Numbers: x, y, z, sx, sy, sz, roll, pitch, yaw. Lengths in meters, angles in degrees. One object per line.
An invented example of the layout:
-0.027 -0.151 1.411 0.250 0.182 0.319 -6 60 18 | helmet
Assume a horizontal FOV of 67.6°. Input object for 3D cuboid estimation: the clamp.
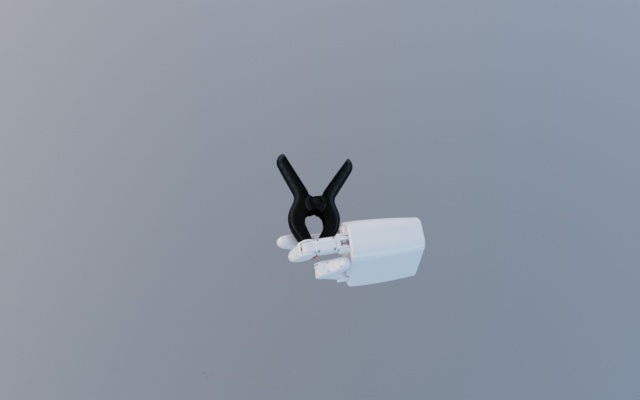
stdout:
0.000 0.002 0.734 0.120 0.171 0.039 -7 -19 -5 | clamp
